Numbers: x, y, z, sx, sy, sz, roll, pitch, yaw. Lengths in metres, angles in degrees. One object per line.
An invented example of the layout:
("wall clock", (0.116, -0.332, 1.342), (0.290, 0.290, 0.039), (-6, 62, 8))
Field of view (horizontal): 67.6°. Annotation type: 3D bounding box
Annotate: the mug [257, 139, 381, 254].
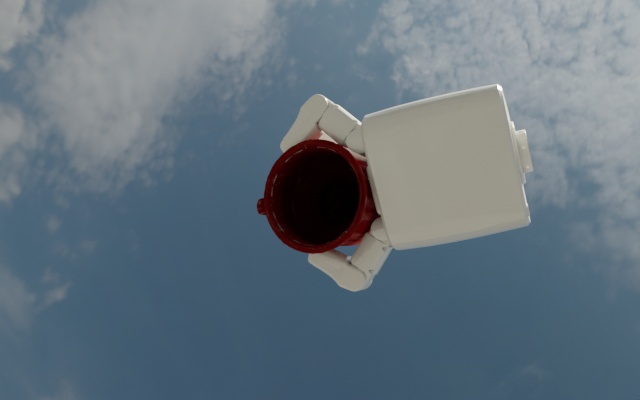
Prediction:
("mug", (-0.001, 0.002, 0.426), (0.117, 0.093, 0.081), (-11, -9, 25))
